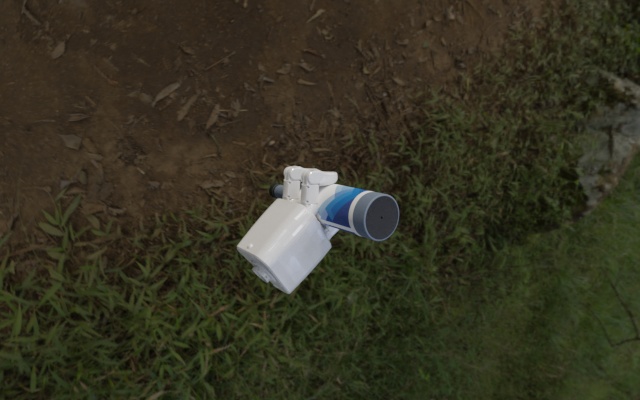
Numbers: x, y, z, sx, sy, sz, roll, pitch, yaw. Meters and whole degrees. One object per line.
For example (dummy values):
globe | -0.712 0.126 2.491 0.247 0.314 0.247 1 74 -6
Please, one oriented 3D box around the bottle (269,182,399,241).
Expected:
bottle | 0.000 0.003 0.778 0.069 0.069 0.295 0 8 -36
